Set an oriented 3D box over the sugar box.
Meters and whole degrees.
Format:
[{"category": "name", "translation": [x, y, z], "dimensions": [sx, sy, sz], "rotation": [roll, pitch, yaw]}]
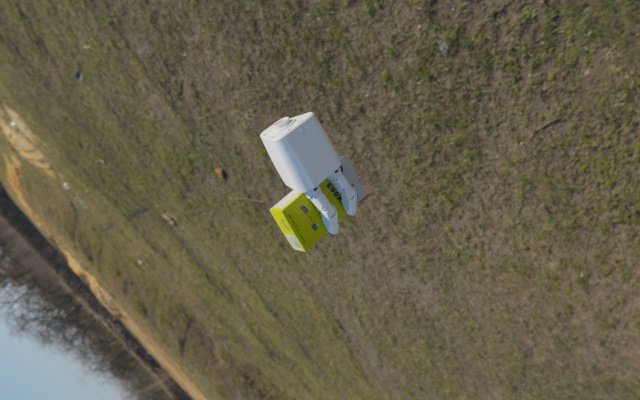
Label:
[{"category": "sugar box", "translation": [0.000, 0.003, 0.869], "dimensions": [0.176, 0.093, 0.048], "rotation": [-41, 26, -27]}]
